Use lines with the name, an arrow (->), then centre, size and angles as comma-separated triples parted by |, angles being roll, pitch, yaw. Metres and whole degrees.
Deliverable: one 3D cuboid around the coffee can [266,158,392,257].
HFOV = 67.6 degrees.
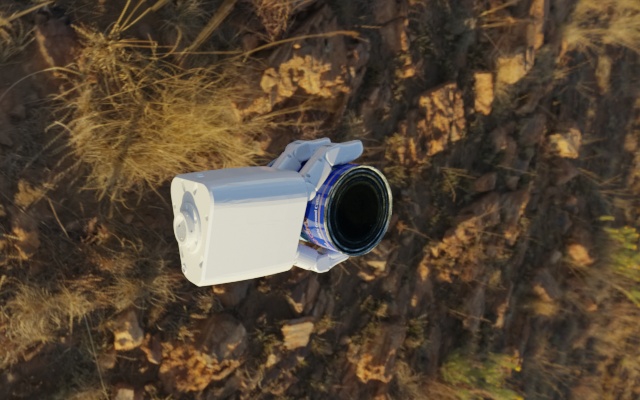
coffee can -> 0.000, 0.002, 0.575 | 0.103, 0.103, 0.140 | 0, 8, -40
